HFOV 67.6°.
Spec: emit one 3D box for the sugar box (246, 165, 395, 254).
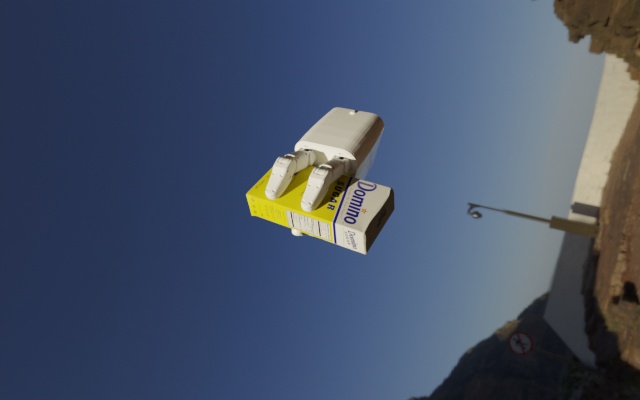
[{"bbox_3d":[0.000,0.002,0.635,0.176,0.048,0.093,15,46,26],"label":"sugar box"}]
